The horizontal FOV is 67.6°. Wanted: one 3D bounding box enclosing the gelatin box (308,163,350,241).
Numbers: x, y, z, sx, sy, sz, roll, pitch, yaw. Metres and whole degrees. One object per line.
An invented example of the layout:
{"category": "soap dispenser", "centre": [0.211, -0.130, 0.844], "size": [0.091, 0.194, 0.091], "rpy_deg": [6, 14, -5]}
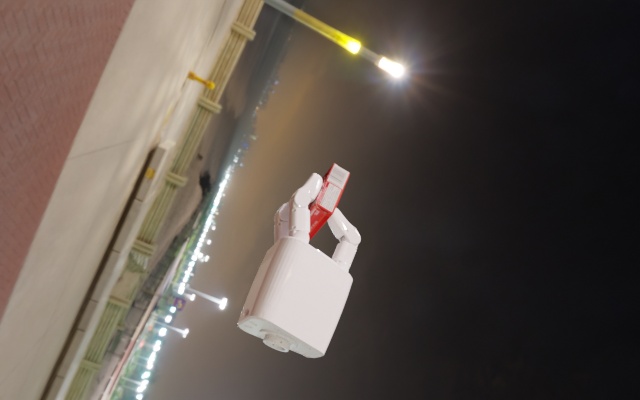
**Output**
{"category": "gelatin box", "centre": [0.001, 0.002, 0.656], "size": [0.030, 0.089, 0.073], "rpy_deg": [32, -43, -8]}
